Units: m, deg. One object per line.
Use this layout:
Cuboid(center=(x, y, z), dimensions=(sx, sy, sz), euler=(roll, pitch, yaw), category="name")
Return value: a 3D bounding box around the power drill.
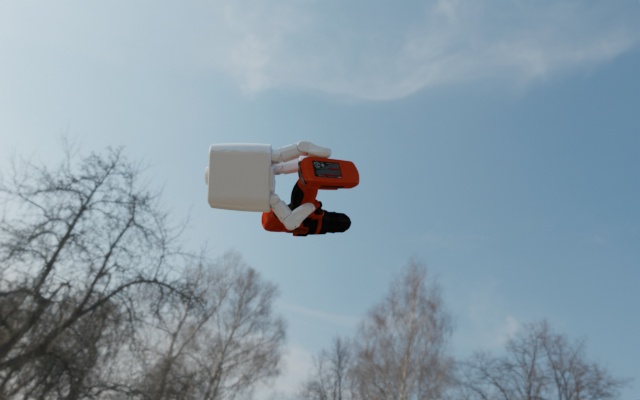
Cuboid(center=(0.000, 0.003, 0.878), dimensions=(0.184, 0.057, 0.188), euler=(2, -37, -25), category="power drill")
